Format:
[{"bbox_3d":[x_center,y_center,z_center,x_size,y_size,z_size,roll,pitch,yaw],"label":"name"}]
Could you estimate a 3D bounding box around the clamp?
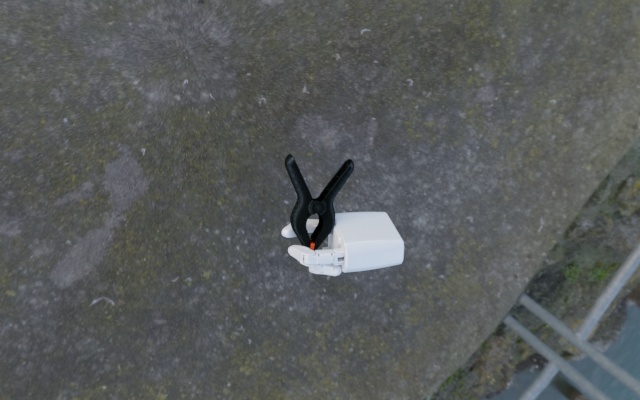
[{"bbox_3d":[0.000,0.003,0.807,0.120,0.171,0.039,-4,18,-13],"label":"clamp"}]
